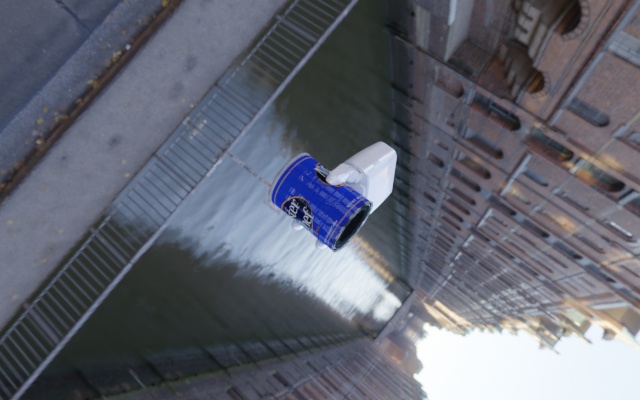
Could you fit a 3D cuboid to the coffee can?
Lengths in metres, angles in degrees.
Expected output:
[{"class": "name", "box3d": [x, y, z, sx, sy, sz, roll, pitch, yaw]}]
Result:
[{"class": "coffee can", "box3d": [0.000, 0.003, 0.783, 0.140, 0.103, 0.103, 38, 13, 17]}]
